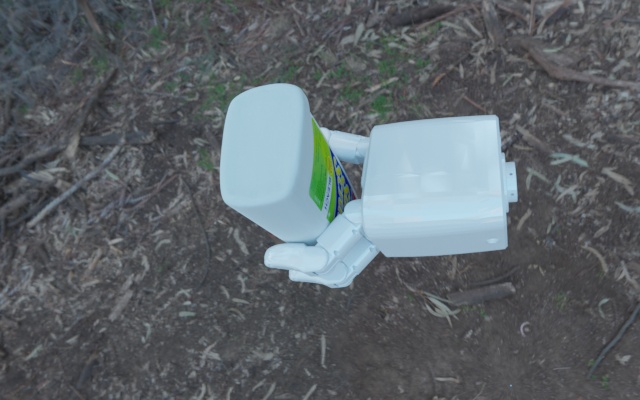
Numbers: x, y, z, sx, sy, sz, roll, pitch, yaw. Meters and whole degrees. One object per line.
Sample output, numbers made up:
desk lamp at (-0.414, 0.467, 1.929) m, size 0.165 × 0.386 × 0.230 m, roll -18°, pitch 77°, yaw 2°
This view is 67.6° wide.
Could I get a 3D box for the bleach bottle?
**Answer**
bleach bottle at (0.000, 0.002, 0.450) m, size 0.068 × 0.102 × 0.251 m, roll -5°, pitch -22°, yaw 20°
